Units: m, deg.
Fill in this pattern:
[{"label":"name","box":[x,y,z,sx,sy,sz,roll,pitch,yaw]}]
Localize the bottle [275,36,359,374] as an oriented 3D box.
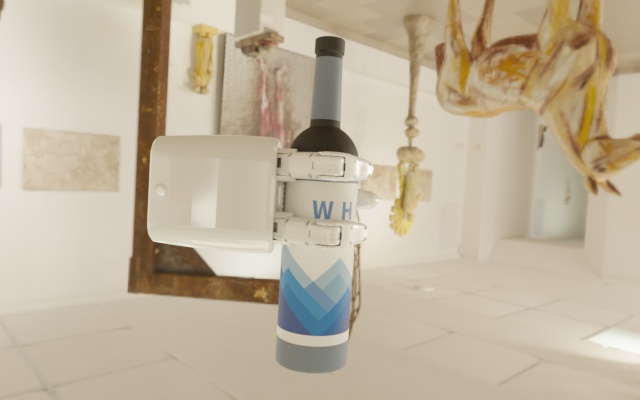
[{"label":"bottle","box":[0.000,0.002,0.438,0.069,0.296,0.069,3,2,0]}]
